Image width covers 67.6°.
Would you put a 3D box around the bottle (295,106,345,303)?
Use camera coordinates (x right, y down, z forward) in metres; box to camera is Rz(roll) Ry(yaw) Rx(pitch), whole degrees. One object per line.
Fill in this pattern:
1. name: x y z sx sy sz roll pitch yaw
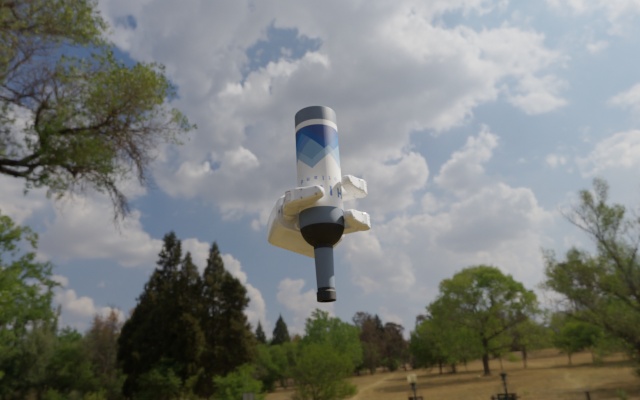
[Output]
1. bottle: 0.000 0.002 0.712 0.069 0.295 0.069 -3 -21 -1
